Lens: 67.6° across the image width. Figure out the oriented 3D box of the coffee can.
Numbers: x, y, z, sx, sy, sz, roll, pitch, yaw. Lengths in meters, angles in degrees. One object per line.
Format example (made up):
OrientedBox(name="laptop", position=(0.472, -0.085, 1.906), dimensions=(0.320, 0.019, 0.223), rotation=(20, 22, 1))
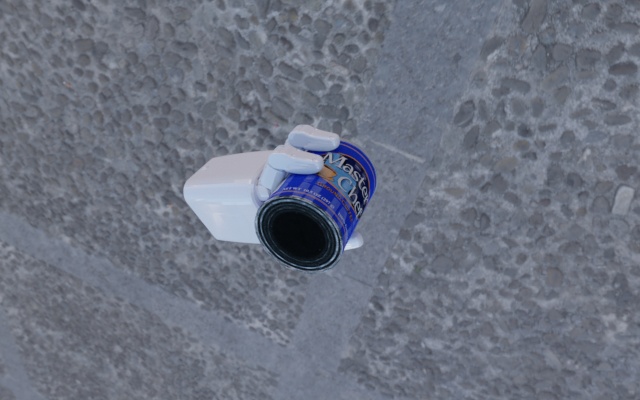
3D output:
OrientedBox(name="coffee can", position=(0.000, 0.002, 0.560), dimensions=(0.103, 0.103, 0.140), rotation=(0, 32, 25))
